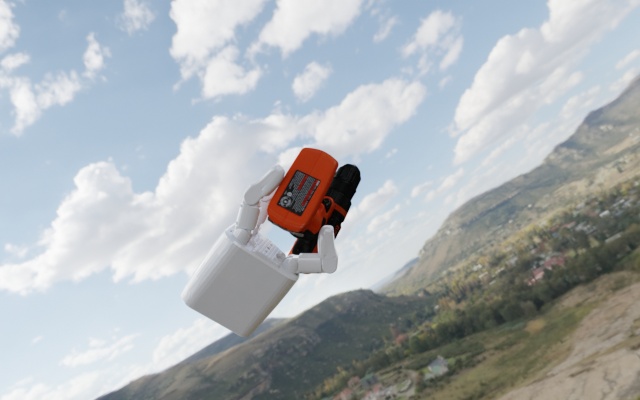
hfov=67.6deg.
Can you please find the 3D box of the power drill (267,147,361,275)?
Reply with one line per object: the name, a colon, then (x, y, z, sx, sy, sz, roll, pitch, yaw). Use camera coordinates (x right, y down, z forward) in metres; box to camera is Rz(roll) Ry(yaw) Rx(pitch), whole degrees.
power drill: (0.000, 0.002, 0.653, 0.057, 0.184, 0.188, 23, -15, 17)
